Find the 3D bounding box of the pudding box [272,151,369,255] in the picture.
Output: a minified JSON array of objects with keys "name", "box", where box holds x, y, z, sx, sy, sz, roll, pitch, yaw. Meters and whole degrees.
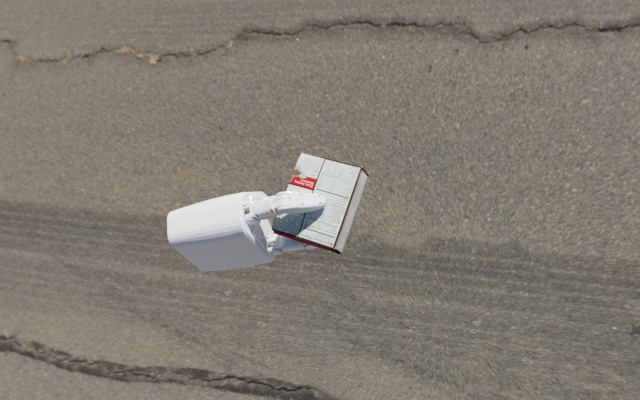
[{"name":"pudding box","box":[0.000,0.002,0.605,0.090,0.113,0.039,16,-9,20]}]
